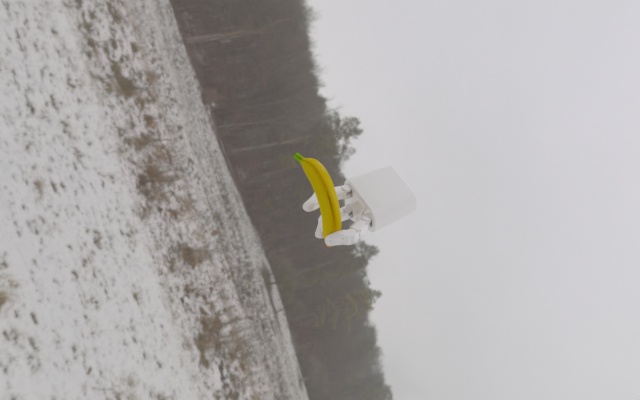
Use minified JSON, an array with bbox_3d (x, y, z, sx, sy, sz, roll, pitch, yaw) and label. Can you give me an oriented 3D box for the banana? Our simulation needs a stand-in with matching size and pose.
[{"bbox_3d":[0.007,0.003,0.882,0.037,0.198,0.069,-25,19,-21],"label":"banana"}]
